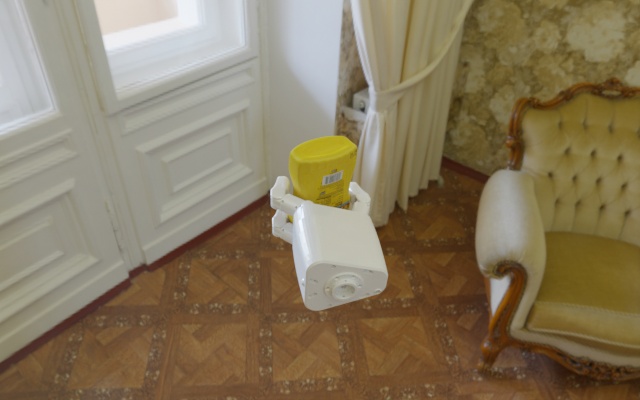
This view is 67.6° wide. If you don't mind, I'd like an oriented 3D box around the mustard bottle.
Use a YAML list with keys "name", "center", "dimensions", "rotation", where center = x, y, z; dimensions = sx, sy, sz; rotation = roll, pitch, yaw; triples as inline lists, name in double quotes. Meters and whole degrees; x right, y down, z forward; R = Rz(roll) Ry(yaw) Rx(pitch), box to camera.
- name: "mustard bottle"
  center: [0.000, 0.002, 0.706]
  dimensions: [0.096, 0.192, 0.058]
  rotation: [-20, 44, -27]
